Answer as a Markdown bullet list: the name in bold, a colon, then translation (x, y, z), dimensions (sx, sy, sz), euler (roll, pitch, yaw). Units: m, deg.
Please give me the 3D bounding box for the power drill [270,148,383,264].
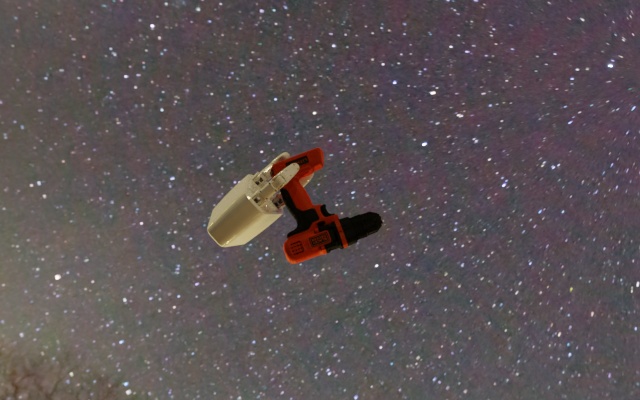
- **power drill**: translation (0.000, 0.003, 0.868), dimensions (0.184, 0.187, 0.057), euler (-20, -14, -3)
